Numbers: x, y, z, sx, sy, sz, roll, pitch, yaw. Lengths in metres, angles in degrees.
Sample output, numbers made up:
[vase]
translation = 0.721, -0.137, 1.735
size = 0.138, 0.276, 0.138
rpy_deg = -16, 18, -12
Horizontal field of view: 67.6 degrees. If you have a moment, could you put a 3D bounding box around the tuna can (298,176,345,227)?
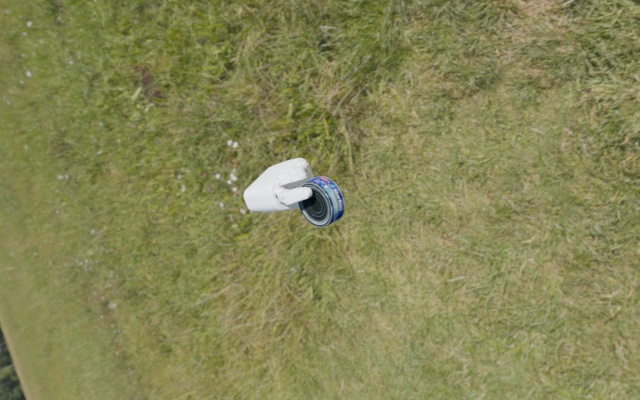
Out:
[tuna can]
translation = 0.000, 0.003, 0.834
size = 0.086, 0.086, 0.033
rpy_deg = 0, 20, 47
